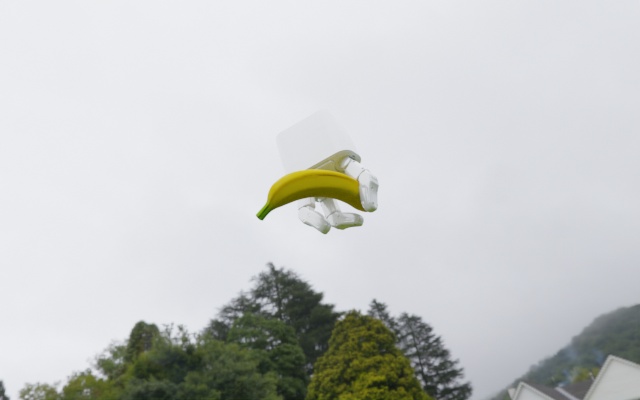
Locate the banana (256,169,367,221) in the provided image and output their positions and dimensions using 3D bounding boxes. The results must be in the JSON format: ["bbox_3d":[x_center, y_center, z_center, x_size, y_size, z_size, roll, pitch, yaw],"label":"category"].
[{"bbox_3d":[0.004,-0.012,0.665,0.198,0.070,0.037,-2,43,-34],"label":"banana"}]
